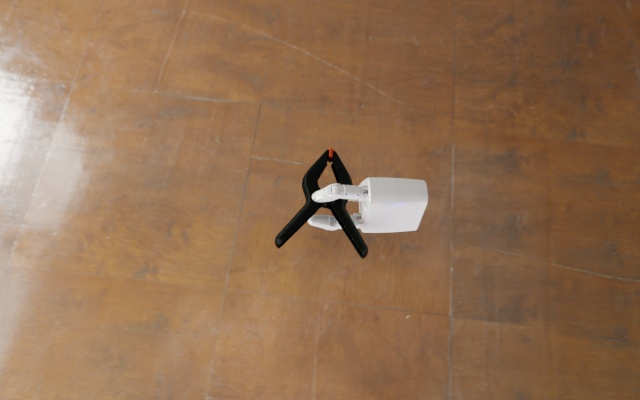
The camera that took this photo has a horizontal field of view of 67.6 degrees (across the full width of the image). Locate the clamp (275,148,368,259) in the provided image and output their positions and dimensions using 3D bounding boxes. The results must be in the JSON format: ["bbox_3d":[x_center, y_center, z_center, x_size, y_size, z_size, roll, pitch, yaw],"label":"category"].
[{"bbox_3d":[0.000,0.002,0.871,0.164,0.210,0.036,1,-21,-7],"label":"clamp"}]
